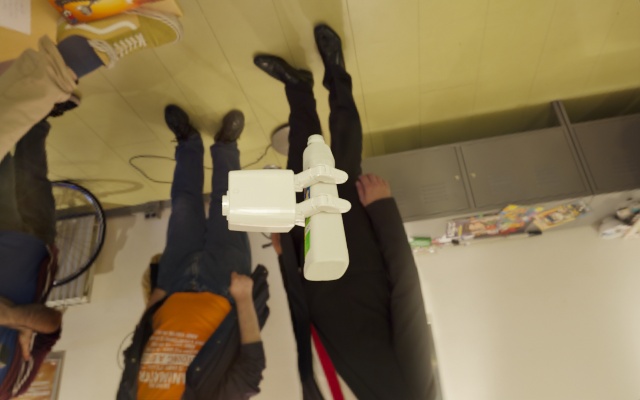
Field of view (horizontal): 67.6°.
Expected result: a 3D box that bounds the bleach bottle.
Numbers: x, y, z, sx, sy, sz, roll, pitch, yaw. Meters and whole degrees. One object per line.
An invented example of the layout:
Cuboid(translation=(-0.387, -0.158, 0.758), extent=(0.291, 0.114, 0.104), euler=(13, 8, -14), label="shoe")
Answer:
Cuboid(translation=(0.000, 0.003, 0.824), extent=(0.068, 0.250, 0.103), euler=(0, -28, -10), label="bleach bottle")
